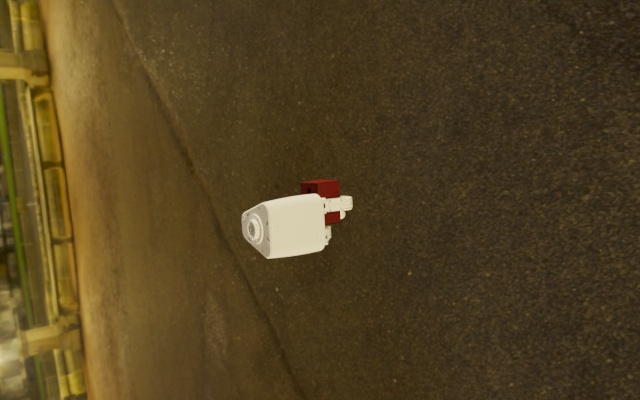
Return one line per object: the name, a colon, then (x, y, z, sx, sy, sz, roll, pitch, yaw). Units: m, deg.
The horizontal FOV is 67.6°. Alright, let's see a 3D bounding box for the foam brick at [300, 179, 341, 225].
foam brick: (0.000, 0.003, 0.861, 0.051, 0.078, 0.053, -7, 7, -34)
